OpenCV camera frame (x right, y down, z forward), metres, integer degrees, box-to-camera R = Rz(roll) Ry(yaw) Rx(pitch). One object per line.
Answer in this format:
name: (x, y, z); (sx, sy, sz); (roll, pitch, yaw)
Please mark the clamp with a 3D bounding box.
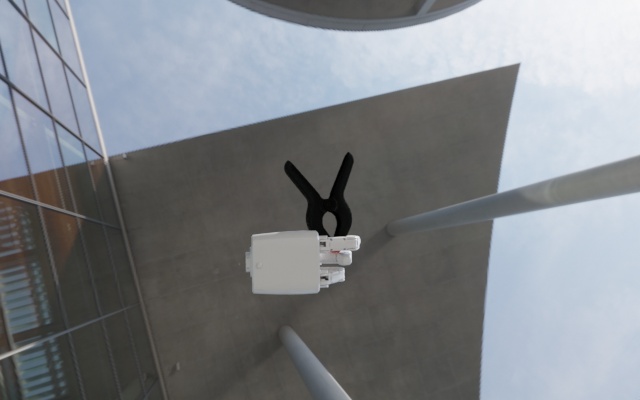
clamp: (0.000, 0.003, 0.803); (0.120, 0.171, 0.039); (-1, -7, -7)
